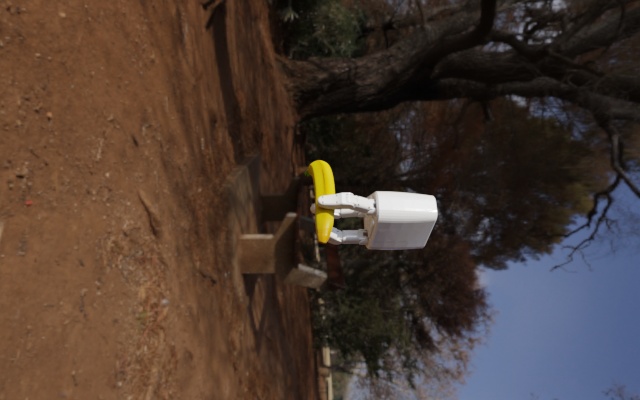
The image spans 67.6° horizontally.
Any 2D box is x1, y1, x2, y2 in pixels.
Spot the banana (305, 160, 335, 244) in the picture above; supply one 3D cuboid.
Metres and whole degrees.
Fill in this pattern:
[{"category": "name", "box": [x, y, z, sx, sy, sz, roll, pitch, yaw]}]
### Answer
[{"category": "banana", "box": [0.003, -0.014, 0.846, 0.037, 0.070, 0.197, 4, 40, -12]}]
